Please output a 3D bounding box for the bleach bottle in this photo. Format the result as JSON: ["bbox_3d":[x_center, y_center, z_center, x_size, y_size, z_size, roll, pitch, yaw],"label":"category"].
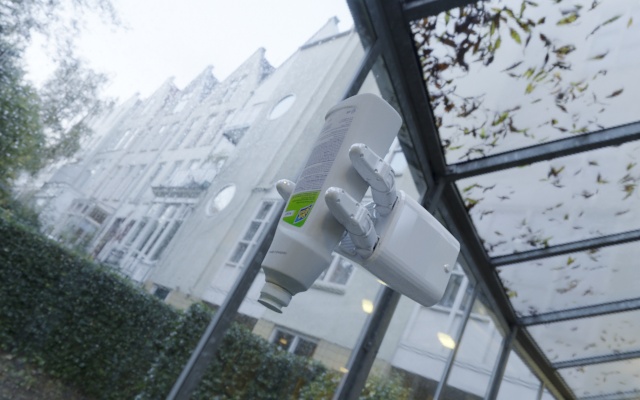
[{"bbox_3d":[0.000,0.002,0.517,0.068,0.250,0.102,37,-24,-22],"label":"bleach bottle"}]
